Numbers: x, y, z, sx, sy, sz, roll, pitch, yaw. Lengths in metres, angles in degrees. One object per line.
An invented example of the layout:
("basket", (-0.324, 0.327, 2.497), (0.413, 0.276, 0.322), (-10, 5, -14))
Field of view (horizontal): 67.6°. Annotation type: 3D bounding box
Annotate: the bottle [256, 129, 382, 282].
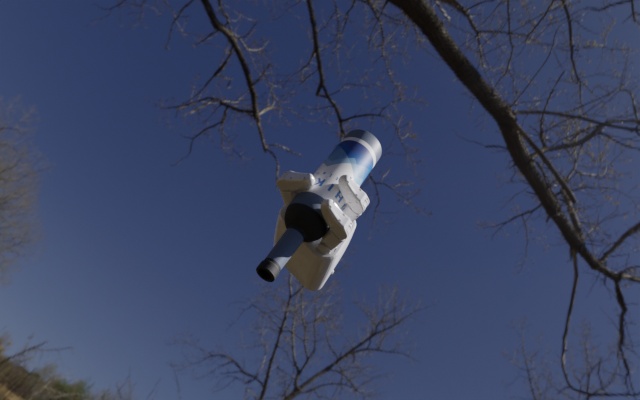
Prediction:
("bottle", (0.000, 0.002, 0.688), (0.069, 0.069, 0.295), (0, 38, 37))
